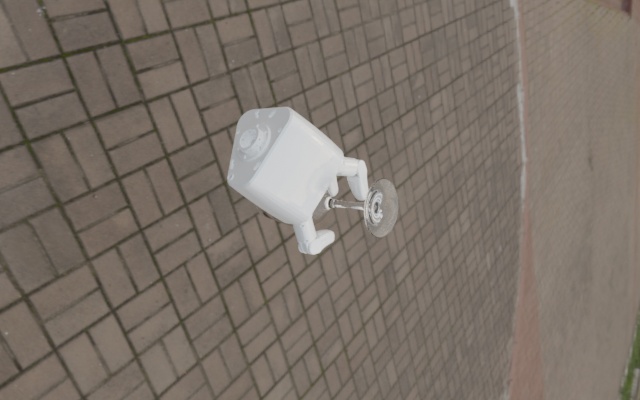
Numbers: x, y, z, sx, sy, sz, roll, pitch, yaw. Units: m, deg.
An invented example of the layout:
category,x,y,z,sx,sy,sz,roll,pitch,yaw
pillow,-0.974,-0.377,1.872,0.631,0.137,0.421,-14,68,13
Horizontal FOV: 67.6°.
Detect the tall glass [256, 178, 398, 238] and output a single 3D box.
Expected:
category,x,y,z,sx,sy,sz,roll,pitch,yaw
tall glass,0.001,0.002,0.651,0.201,0.079,0.079,5,3,40
